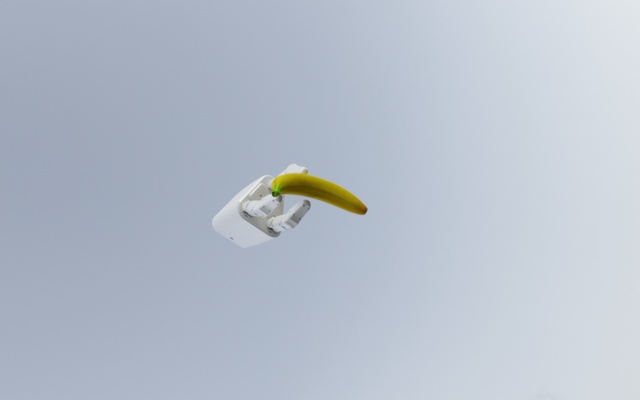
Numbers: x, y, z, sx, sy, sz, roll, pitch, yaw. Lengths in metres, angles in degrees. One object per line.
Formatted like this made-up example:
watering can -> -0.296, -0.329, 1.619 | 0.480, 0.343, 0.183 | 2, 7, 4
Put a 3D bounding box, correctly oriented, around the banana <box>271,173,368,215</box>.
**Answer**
banana -> -0.008, -0.012, 0.798 | 0.198, 0.069, 0.037 | 10, -46, -36
